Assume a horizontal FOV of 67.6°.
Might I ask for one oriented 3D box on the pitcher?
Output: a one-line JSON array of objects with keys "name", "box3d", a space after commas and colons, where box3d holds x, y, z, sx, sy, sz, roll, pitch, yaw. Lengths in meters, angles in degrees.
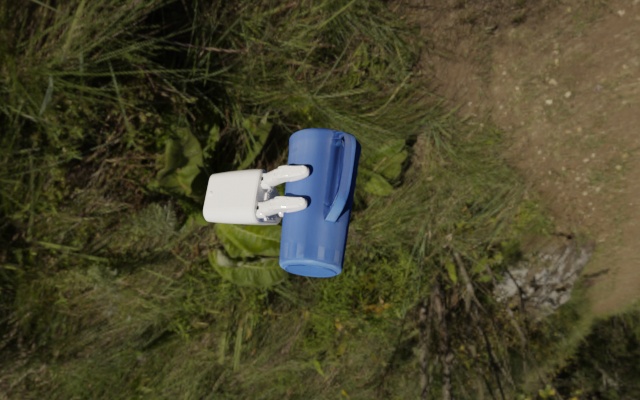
[{"name": "pitcher", "box3d": [0.000, 0.003, 0.828, 0.145, 0.242, 0.149, -1, -20, 19]}]
